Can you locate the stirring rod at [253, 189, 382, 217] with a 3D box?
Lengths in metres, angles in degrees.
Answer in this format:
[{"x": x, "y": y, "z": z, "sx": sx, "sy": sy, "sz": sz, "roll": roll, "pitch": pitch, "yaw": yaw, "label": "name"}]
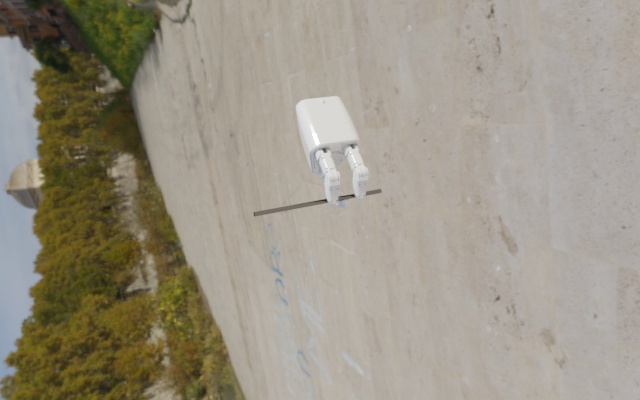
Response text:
[{"x": 0.000, "y": 0.003, "z": 0.838, "sx": 0.239, "sy": 0.011, "sz": 0.011, "roll": -10, "pitch": 4, "yaw": -21, "label": "stirring rod"}]
